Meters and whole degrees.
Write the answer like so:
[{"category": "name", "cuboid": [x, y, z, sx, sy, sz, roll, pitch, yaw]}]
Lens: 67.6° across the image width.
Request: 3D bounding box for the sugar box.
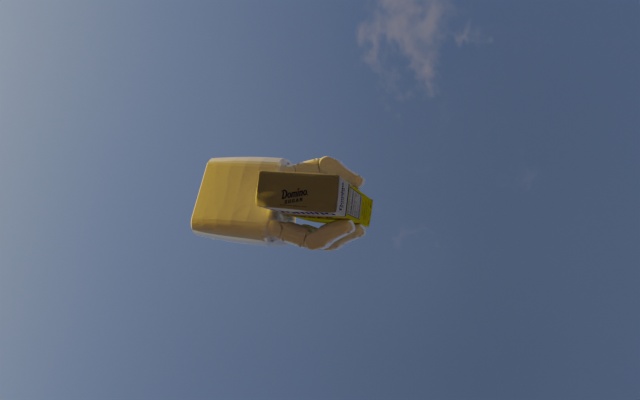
[{"category": "sugar box", "cuboid": [0.000, 0.002, 0.575, 0.093, 0.048, 0.176, 4, -4, 18]}]
